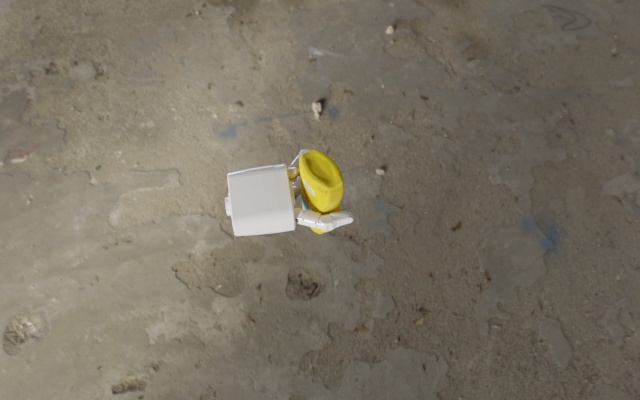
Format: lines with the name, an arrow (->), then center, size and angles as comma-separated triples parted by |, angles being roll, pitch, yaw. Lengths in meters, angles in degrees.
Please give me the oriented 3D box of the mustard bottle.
mustard bottle -> 0.000, 0.003, 0.867 | 0.058, 0.096, 0.192 | -28, -31, -20
